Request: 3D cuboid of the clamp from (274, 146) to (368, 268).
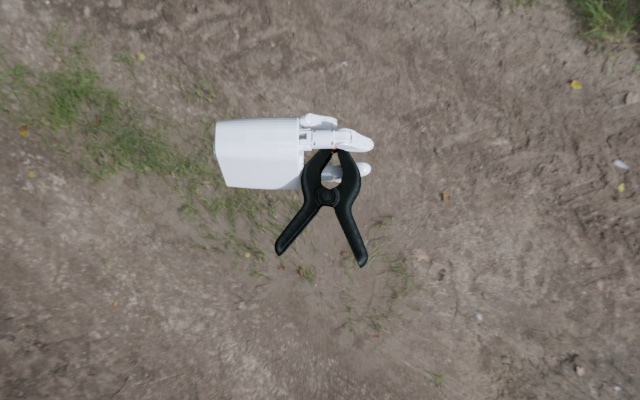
[{"bbox_3d":[0.000,0.002,0.622,0.120,0.171,0.039,0,-10,0],"label":"clamp"}]
